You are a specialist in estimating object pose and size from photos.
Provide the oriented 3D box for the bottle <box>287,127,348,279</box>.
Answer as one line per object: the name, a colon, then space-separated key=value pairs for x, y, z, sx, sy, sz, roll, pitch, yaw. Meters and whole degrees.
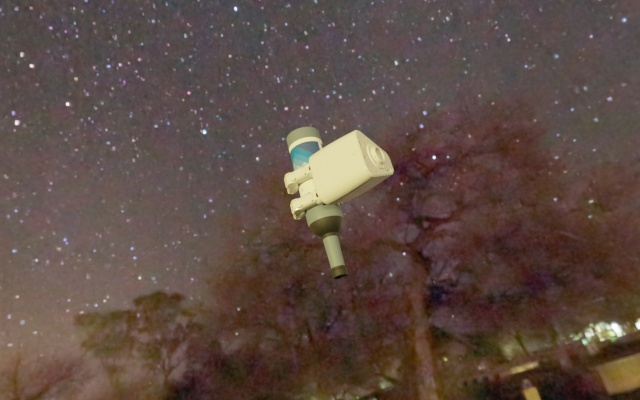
bottle: x=0.000 y=0.003 z=0.892 sx=0.069 sy=0.295 sz=0.069 roll=-13 pitch=-23 yaw=-5
